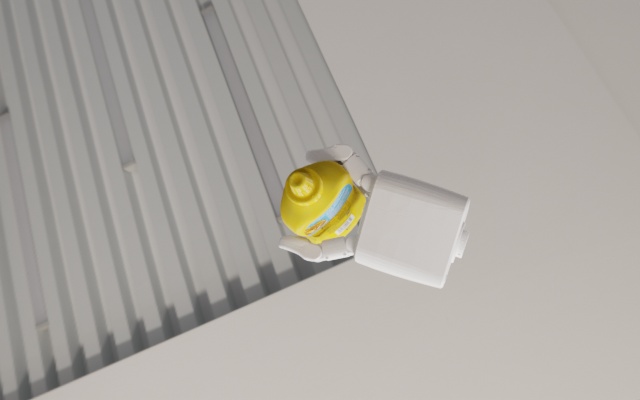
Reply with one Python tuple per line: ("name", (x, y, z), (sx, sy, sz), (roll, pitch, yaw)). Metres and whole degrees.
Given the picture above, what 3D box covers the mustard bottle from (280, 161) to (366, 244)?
("mustard bottle", (0.000, 0.002, 0.579), (0.058, 0.096, 0.192), (44, 0, 20))
